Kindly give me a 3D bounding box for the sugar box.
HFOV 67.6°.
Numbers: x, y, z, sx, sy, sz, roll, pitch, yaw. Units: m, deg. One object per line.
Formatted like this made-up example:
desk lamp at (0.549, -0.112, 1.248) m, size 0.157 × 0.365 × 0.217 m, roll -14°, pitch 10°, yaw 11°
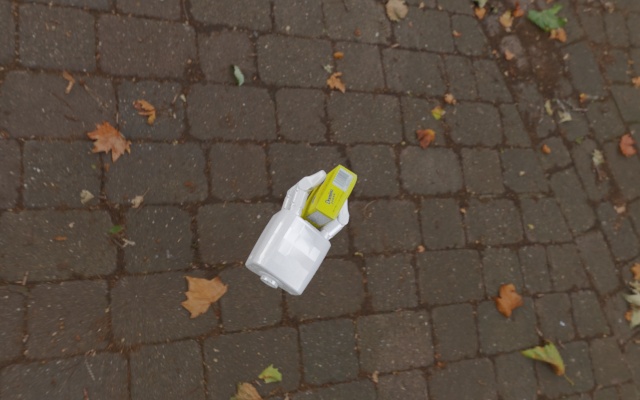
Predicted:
sugar box at (0.000, 0.003, 0.878) m, size 0.048 × 0.093 × 0.176 m, roll 34°, pitch -21°, yaw -12°
